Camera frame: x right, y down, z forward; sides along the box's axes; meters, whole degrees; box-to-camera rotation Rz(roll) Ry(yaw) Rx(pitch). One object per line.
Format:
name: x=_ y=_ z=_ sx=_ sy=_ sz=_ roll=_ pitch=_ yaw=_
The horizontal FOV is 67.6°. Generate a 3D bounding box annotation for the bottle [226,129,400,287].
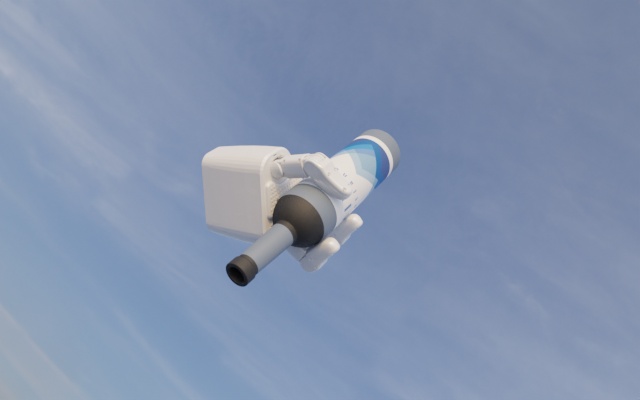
bottle: x=0.000 y=0.002 z=0.552 sx=0.069 sy=0.069 sz=0.295 roll=0 pitch=28 yaw=38
